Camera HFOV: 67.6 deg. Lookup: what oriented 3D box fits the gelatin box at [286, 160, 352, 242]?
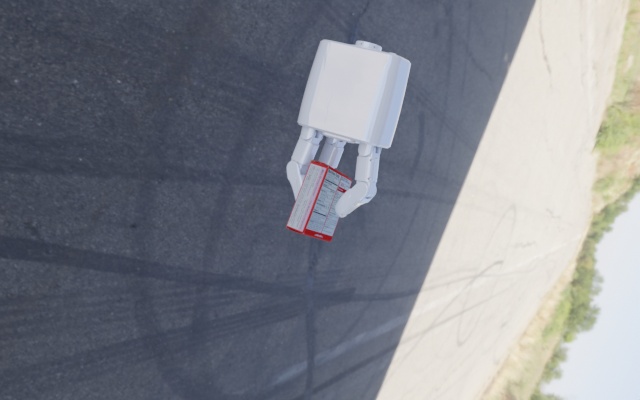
[{"bbox_3d":[0.000,0.002,0.593,0.030,0.089,0.073,19,-2,30],"label":"gelatin box"}]
